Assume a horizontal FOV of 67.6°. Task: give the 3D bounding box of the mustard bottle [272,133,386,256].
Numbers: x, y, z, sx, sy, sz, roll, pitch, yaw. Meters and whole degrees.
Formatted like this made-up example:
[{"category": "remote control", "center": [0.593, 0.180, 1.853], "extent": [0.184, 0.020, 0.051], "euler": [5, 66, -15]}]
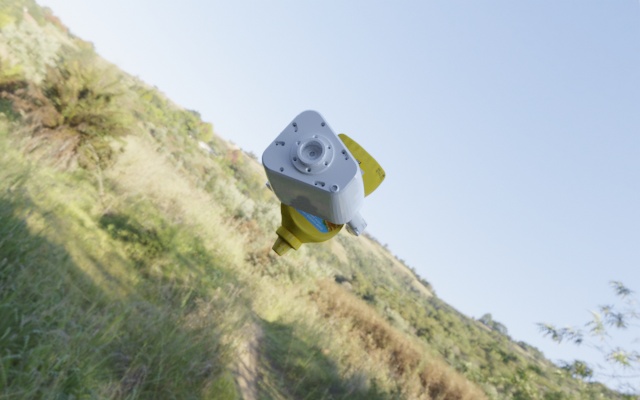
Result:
[{"category": "mustard bottle", "center": [0.000, 0.002, 0.684], "extent": [0.096, 0.191, 0.058], "euler": [43, -11, -7]}]
